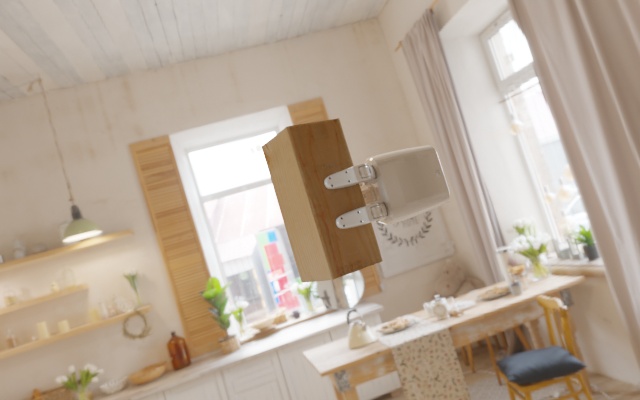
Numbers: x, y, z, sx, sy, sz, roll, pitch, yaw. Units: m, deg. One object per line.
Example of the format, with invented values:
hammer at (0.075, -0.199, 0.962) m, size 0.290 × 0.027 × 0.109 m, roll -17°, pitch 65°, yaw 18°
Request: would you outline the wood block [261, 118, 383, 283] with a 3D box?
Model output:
wood block at (0.000, 0.002, 0.671) m, size 0.090 × 0.206 × 0.091 m, roll -15°, pitch -4°, yaw -31°
